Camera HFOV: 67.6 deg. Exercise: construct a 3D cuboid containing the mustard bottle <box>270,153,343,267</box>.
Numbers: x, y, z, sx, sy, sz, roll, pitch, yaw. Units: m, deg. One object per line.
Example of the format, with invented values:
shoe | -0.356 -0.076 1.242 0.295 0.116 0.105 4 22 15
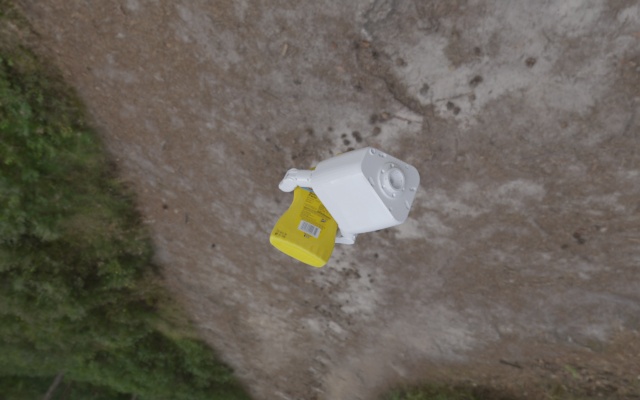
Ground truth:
mustard bottle | 0.000 0.003 0.763 0.096 0.191 0.058 26 -25 -3
